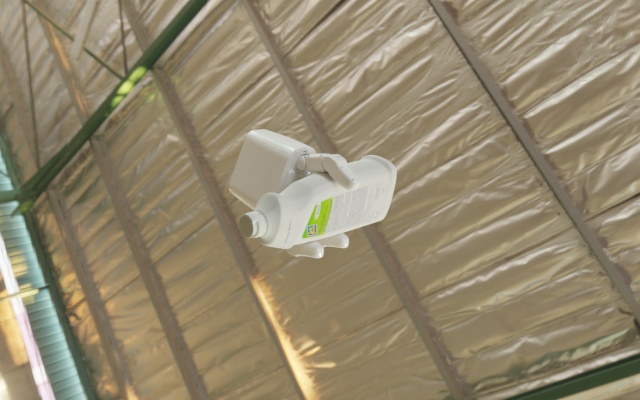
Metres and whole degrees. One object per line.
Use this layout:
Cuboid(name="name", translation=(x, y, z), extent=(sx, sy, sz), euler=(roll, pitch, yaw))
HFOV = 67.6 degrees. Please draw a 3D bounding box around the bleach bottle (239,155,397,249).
Cuboid(name="bleach bottle", translation=(0.000, 0.002, 0.643), extent=(0.068, 0.103, 0.251), euler=(27, 27, 37))
